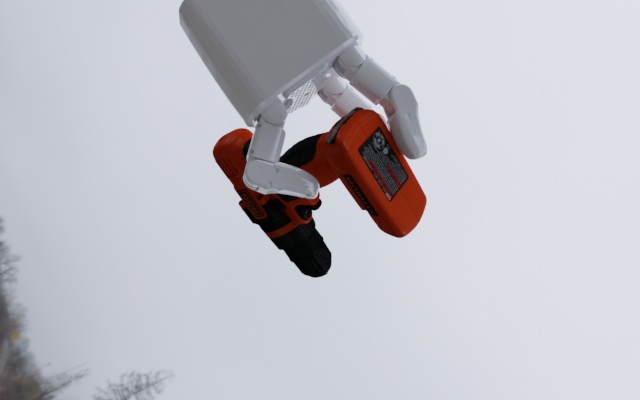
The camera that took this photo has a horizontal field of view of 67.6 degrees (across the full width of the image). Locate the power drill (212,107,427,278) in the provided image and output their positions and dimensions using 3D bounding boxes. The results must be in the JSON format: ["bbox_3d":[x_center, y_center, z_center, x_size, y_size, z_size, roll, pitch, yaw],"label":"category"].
[{"bbox_3d":[0.000,0.001,0.444,0.187,0.184,0.057,-11,32,46],"label":"power drill"}]
